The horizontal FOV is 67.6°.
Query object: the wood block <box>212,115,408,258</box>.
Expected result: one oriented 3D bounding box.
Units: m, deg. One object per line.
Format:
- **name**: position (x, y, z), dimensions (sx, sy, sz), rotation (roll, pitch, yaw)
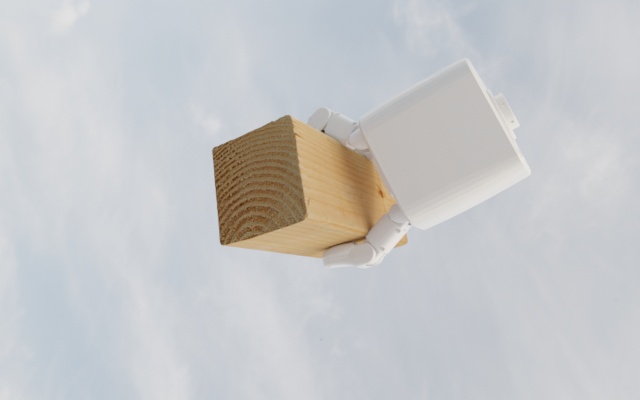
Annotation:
- **wood block**: position (0.001, 0.002, 0.471), dimensions (0.090, 0.090, 0.206), rotation (-18, -19, 28)
